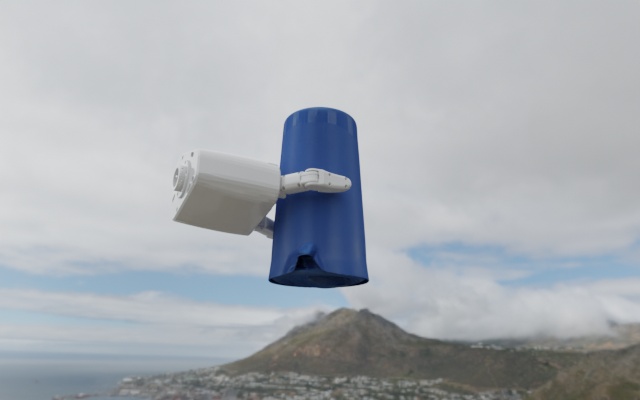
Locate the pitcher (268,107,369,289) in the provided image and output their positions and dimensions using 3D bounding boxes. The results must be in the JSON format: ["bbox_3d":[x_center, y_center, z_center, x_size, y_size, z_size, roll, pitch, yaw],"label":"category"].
[{"bbox_3d":[0.000,0.002,0.676,0.145,0.242,0.149,12,-21,-30],"label":"pitcher"}]
